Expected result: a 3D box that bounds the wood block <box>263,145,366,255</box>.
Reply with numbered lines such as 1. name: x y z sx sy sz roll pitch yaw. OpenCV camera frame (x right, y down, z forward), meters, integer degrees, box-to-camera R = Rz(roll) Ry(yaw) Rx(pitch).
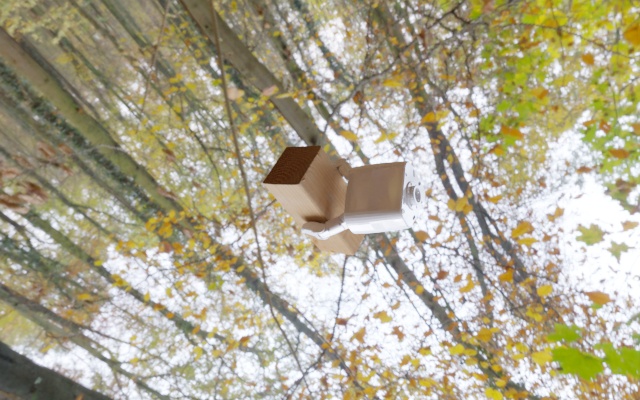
1. wood block: 0.000 0.003 0.882 0.090 0.090 0.206 4 -37 41
